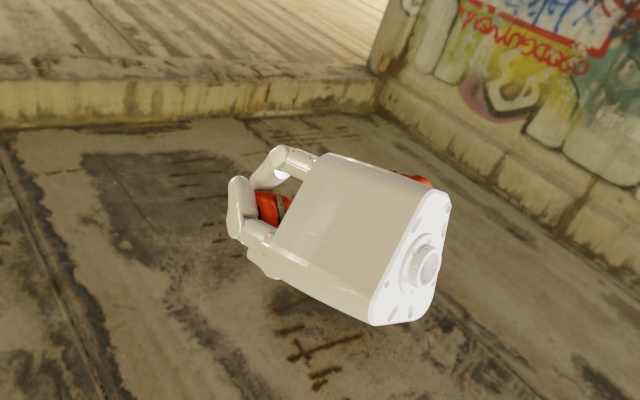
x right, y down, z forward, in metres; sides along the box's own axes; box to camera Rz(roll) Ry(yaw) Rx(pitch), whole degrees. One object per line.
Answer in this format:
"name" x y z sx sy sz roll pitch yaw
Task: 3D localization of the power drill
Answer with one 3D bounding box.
"power drill" 0.000 0.002 0.523 0.187 0.057 0.184 -13 9 -29
